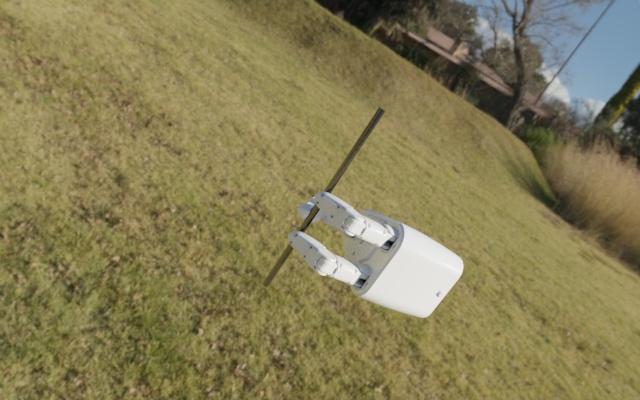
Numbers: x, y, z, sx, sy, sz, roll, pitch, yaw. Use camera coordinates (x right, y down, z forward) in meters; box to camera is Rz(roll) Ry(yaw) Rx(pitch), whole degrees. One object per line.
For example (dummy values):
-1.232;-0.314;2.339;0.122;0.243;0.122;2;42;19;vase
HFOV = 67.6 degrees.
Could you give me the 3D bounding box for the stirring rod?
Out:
0.000;0.002;0.528;0.011;0.239;0.011;31;15;-9;stirring rod
